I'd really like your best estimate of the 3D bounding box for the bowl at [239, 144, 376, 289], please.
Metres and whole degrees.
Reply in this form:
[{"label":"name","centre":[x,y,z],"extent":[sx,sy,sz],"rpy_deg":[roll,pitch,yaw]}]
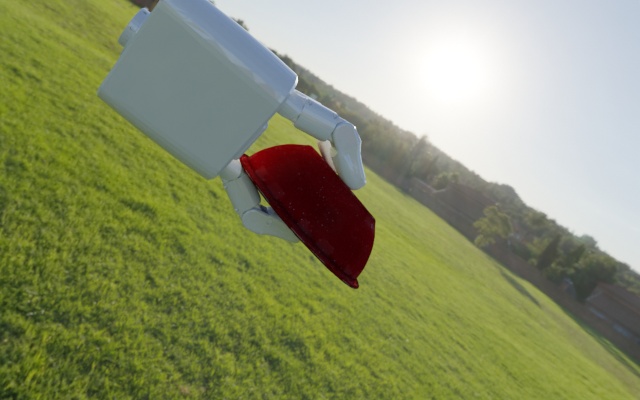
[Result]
[{"label":"bowl","centre":[0.001,0.002,0.436],"extent":[0.055,0.162,0.162],"rpy_deg":[-41,-2,3]}]
